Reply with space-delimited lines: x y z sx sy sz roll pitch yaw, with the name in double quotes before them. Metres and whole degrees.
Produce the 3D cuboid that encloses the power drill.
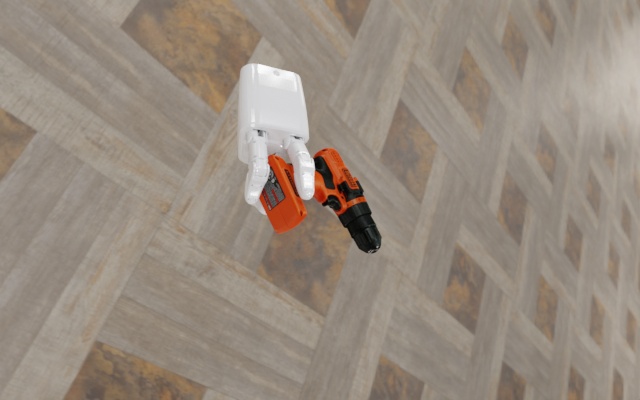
"power drill" 0.000 0.002 0.695 0.057 0.184 0.187 -40 -22 30
